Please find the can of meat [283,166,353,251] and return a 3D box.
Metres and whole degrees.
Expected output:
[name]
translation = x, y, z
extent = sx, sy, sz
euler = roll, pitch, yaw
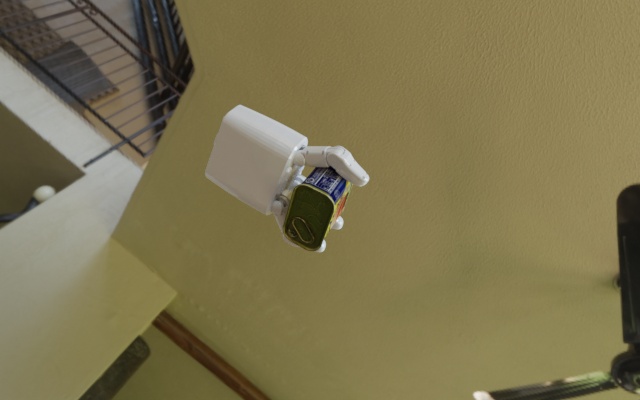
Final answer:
[can of meat]
translation = 0.000, 0.002, 0.630
extent = 0.057, 0.102, 0.084
euler = 27, 42, 10
